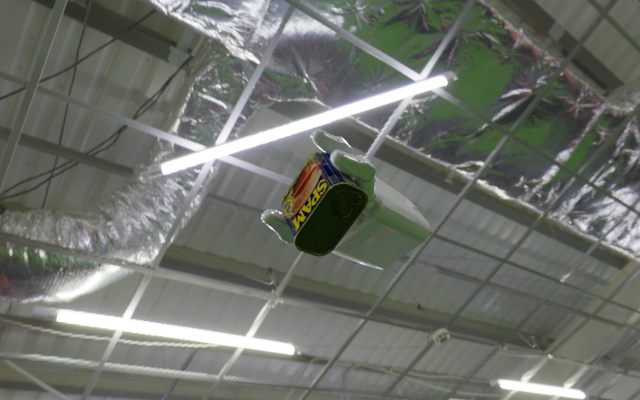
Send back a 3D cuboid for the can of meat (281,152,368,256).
[{"bbox_3d":[0.000,0.002,0.586,0.057,0.102,0.084,22,23,-32],"label":"can of meat"}]
